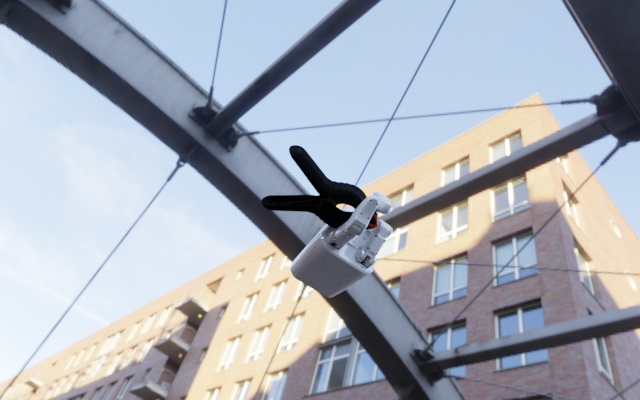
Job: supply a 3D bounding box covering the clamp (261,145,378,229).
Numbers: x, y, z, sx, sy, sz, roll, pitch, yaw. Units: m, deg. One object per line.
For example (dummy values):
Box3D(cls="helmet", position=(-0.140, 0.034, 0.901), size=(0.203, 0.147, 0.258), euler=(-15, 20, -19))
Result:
Box3D(cls="clamp", position=(0.000, 0.002, 0.696), size=(0.171, 0.039, 0.120), euler=(33, -47, -14))
